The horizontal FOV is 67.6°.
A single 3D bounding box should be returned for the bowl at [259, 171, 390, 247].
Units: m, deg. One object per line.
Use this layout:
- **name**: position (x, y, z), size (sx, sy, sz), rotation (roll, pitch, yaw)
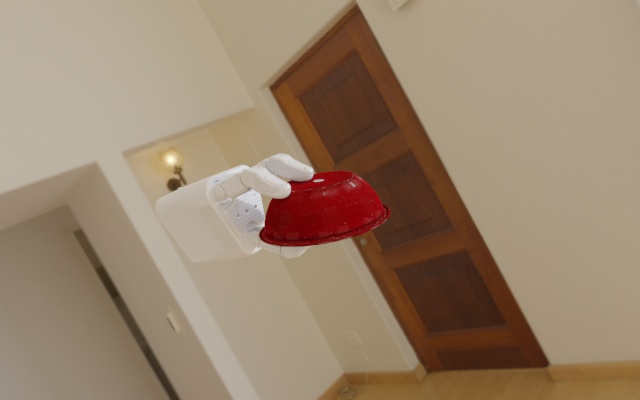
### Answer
- **bowl**: position (0.001, 0.001, 0.575), size (0.162, 0.055, 0.162), rotation (-10, 14, 2)
